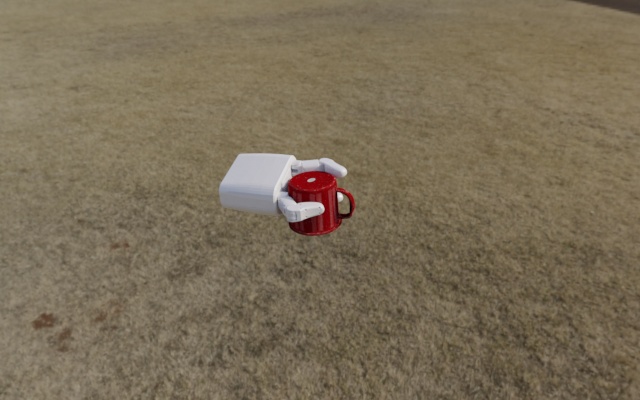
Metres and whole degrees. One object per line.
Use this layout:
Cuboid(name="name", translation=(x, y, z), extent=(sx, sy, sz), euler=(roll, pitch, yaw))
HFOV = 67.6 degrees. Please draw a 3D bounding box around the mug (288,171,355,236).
Cuboid(name="mug", translation=(0.001, 0.003, 0.803), extent=(0.117, 0.081, 0.093), euler=(5, 29, 17))
